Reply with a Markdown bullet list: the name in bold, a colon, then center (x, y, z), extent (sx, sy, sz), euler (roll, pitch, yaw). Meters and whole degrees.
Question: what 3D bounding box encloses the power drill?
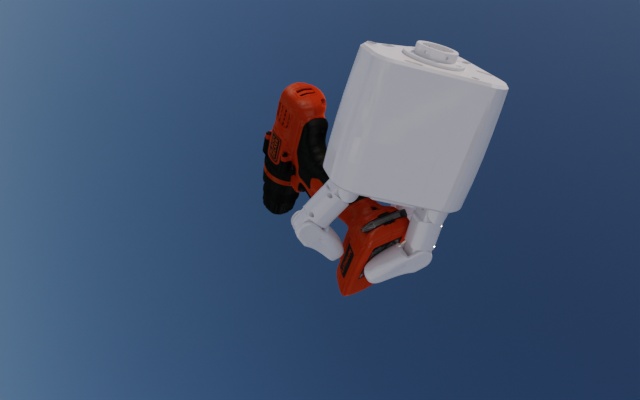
- **power drill**: center (0.000, 0.002, 0.494), extent (0.057, 0.187, 0.185), euler (-22, -30, -28)
